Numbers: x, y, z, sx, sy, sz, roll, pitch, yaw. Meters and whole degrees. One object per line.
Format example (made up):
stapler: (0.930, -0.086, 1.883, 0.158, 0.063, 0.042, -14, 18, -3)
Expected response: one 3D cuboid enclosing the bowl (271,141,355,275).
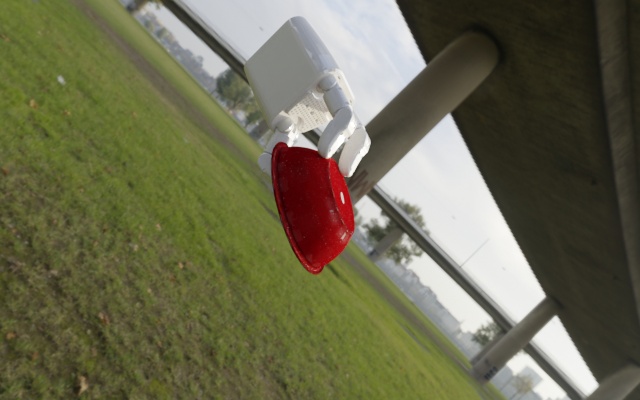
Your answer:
bowl: (0.001, 0.003, 0.556, 0.055, 0.162, 0.162, -16, -4, 14)
